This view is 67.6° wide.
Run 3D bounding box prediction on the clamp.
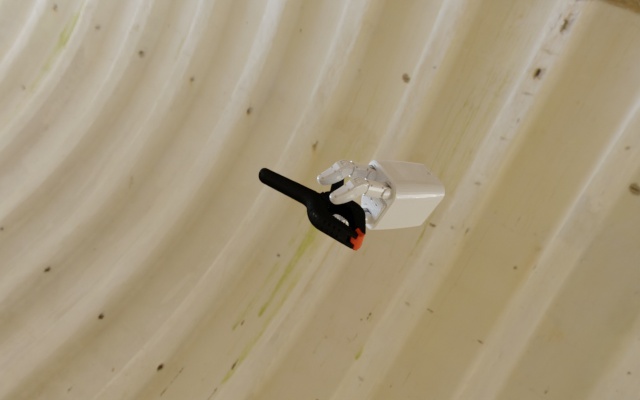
[{"bbox_3d":[0.000,0.003,0.762,0.164,0.036,0.209,-1,36,-25],"label":"clamp"}]
